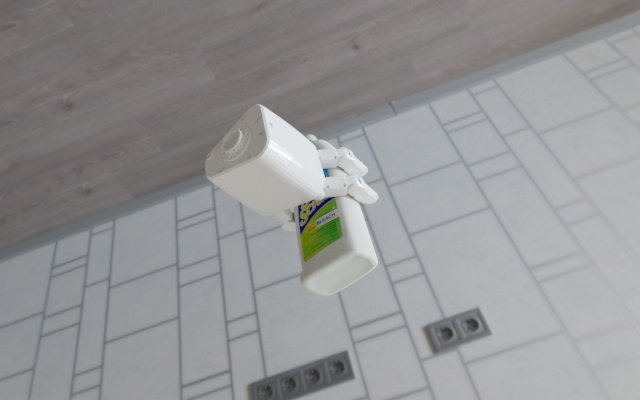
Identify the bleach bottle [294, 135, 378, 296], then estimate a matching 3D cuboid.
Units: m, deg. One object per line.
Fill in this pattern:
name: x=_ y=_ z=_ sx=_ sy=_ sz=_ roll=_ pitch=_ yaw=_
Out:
bleach bottle: x=0.000 y=0.002 z=0.680 sx=0.102 sy=0.250 sz=0.068 roll=-35 pitch=-44 yaw=21
